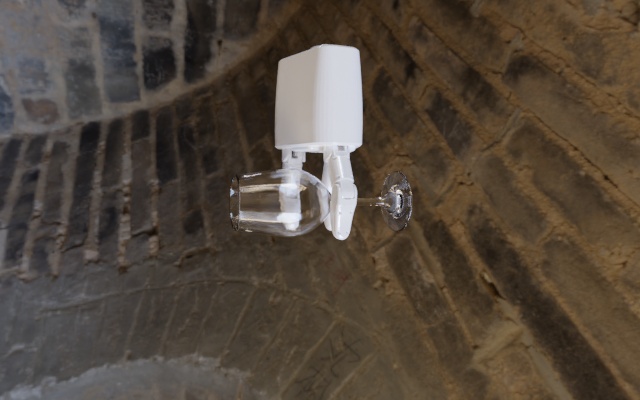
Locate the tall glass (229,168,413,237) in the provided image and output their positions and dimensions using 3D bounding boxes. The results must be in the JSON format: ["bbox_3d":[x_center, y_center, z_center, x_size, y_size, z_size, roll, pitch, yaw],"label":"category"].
[{"bbox_3d":[0.001,0.002,0.550,0.201,0.079,0.079,-1,0,-21],"label":"tall glass"}]
